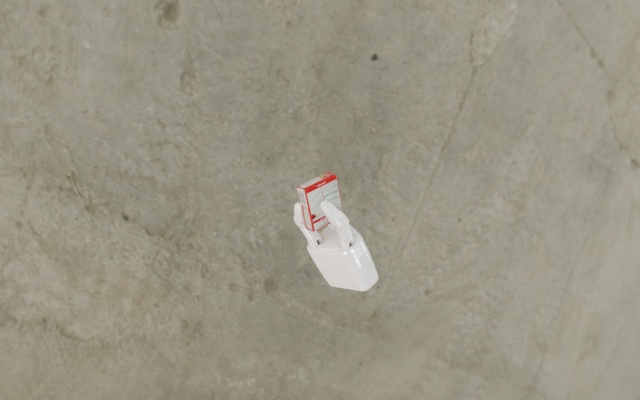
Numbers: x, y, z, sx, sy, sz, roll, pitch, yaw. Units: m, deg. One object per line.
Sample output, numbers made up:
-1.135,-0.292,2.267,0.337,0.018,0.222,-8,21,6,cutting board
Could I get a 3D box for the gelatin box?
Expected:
0.000,0.003,0.872,0.073,0.089,0.030,-27,30,-28,gelatin box
